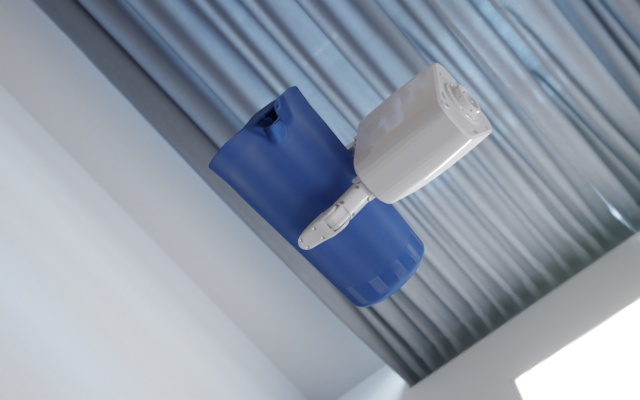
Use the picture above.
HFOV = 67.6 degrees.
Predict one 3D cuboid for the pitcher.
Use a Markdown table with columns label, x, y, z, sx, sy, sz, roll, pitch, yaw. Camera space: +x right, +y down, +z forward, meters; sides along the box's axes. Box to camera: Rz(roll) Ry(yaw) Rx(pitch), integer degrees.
| label | x | y | z | sx | sy | sz | roll | pitch | yaw |
| --- | --- | --- | --- | --- | --- | --- | --- | --- | --- |
| pitcher | 0.000 | 0.002 | 0.554 | 0.145 | 0.243 | 0.149 | -39 | 6 | 32 |
